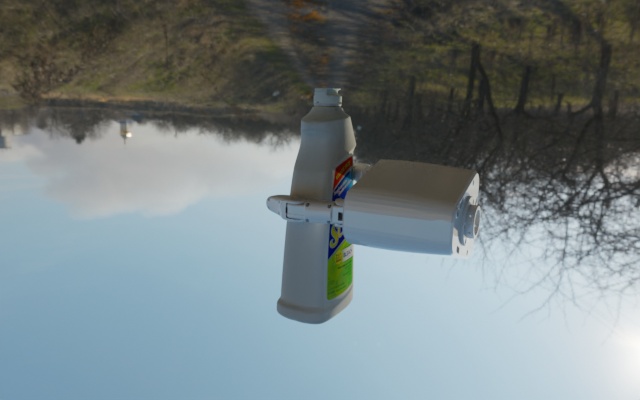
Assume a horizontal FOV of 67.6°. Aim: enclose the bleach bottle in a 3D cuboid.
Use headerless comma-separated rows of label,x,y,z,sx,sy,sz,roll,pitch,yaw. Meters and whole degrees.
bleach bottle,0.000,0.002,0.537,0.068,0.251,0.102,8,12,28
